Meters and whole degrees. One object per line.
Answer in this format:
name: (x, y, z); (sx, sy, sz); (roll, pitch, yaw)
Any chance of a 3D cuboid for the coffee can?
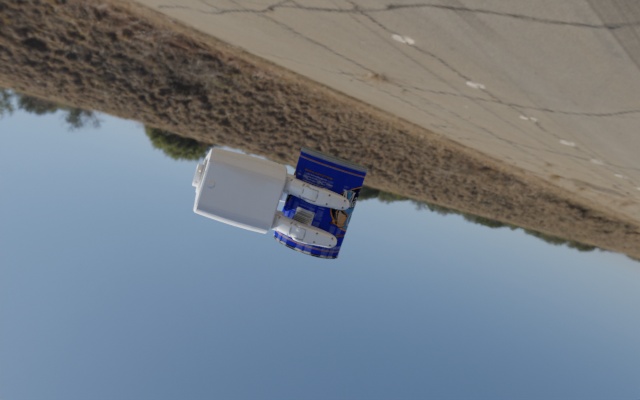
coffee can: (0.000, 0.002, 0.705); (0.103, 0.140, 0.103); (18, 7, -2)
